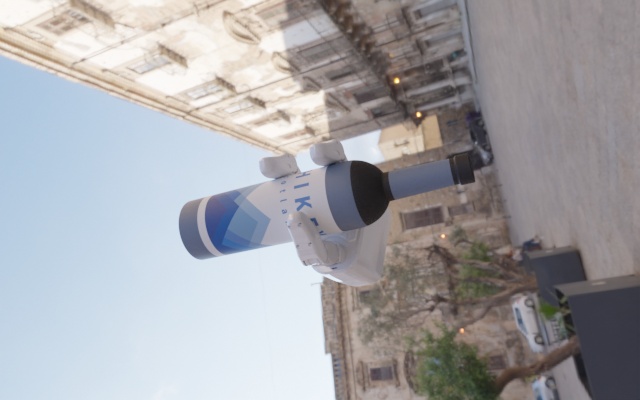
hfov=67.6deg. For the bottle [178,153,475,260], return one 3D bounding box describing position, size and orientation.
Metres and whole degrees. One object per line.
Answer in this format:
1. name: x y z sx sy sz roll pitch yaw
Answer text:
1. bottle: 0.000 0.002 0.475 0.296 0.069 0.069 -13 -5 20
